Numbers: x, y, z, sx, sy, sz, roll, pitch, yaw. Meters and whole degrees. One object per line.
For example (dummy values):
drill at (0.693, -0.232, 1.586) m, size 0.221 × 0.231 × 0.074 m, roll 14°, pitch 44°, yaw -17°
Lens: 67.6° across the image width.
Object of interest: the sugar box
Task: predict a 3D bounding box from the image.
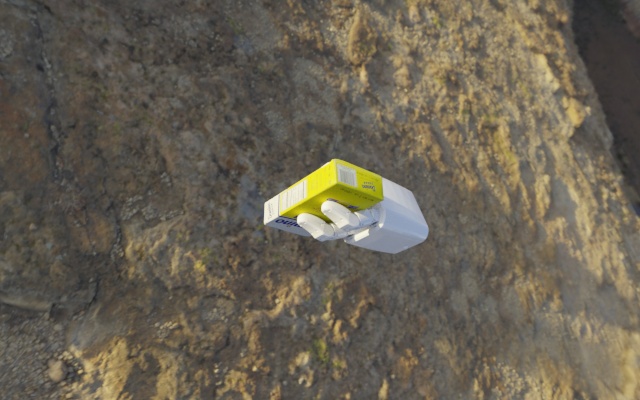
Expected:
sugar box at (0.000, 0.003, 0.718) m, size 0.093 × 0.048 × 0.176 m, roll 18°, pitch -34°, yaw -34°
